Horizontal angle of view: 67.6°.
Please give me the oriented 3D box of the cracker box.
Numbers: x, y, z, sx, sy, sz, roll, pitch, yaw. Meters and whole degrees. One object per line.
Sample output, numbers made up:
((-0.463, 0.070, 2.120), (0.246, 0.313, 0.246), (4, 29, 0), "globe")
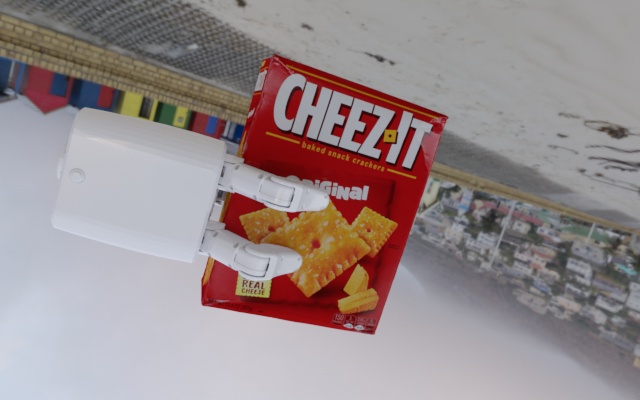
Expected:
((0.000, 0.002, 0.428), (0.164, 0.214, 0.072), (15, 8, -17), "cracker box")
